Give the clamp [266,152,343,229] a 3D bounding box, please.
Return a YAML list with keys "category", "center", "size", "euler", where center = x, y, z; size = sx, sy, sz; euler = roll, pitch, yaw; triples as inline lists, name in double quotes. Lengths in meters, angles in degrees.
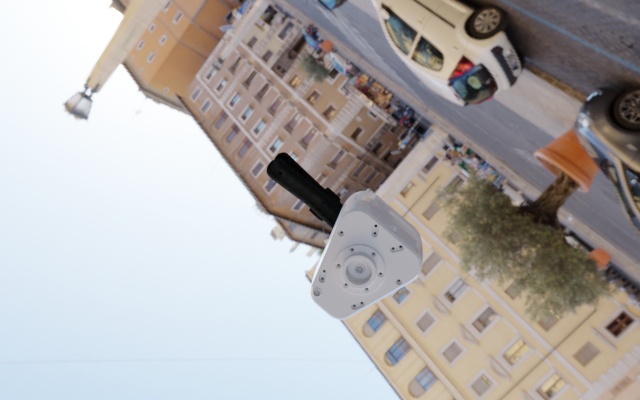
- category: "clamp"
  center: [0.000, 0.002, 0.580]
  size: [0.171, 0.039, 0.120]
  euler: [40, 12, 2]
